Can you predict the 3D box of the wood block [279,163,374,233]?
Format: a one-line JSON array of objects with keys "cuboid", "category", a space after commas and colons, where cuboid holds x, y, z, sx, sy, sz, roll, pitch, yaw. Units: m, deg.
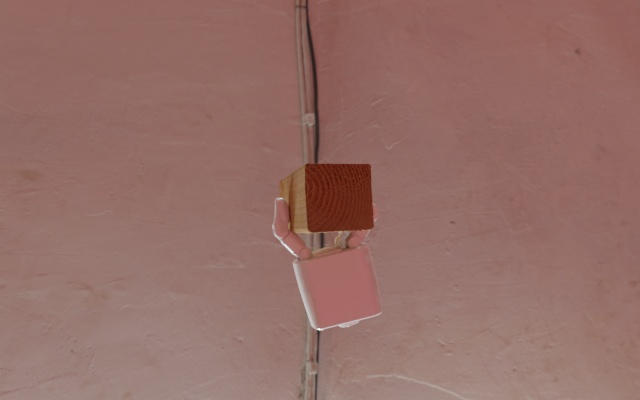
[{"cuboid": [0.000, 0.003, 0.710, 0.091, 0.090, 0.206, -2, -4, -14], "category": "wood block"}]
